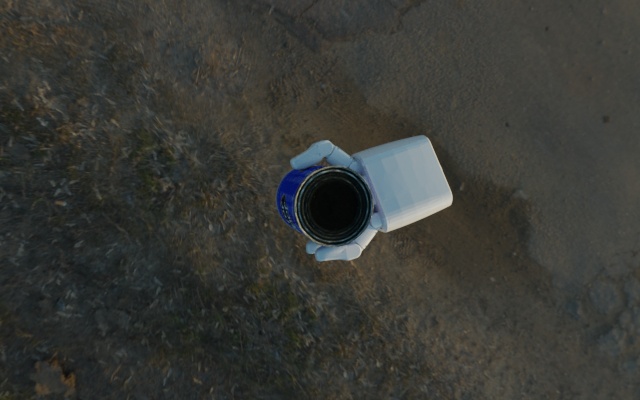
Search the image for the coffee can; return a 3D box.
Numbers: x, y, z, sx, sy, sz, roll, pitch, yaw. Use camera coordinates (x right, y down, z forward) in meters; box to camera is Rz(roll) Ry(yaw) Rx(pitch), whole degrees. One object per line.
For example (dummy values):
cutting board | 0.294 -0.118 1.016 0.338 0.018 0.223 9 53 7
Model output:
coffee can | 0.000 0.002 0.654 0.103 0.103 0.140 0 4 -14
